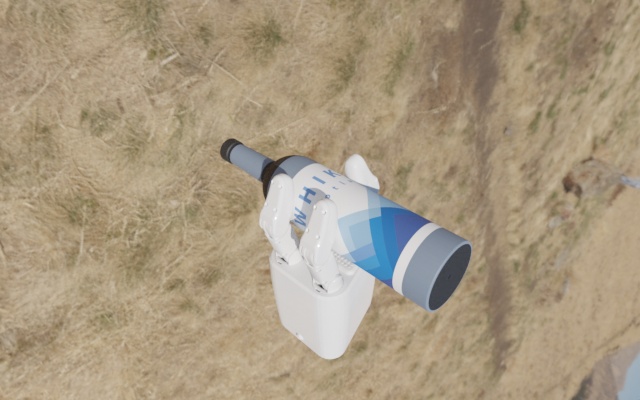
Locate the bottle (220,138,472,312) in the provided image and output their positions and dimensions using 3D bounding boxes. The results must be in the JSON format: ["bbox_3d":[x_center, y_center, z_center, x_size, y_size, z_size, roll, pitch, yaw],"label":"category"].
[{"bbox_3d":[0.000,0.002,0.470,0.295,0.069,0.069,30,18,34],"label":"bottle"}]
